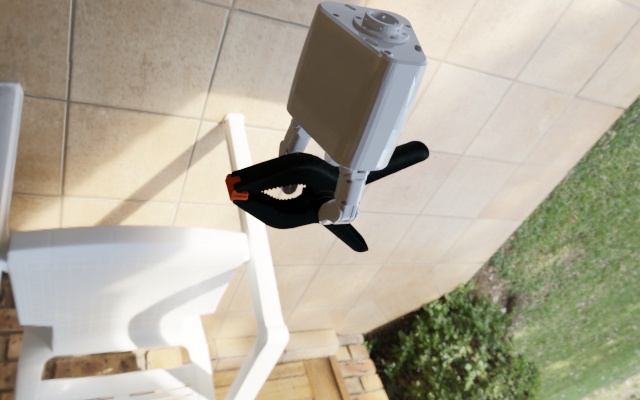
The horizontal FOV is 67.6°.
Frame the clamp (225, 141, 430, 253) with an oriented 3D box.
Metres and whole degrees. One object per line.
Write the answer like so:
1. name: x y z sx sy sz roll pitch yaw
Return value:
1. clamp: 0.000 0.002 0.515 0.210 0.165 0.036 -1 42 -24
